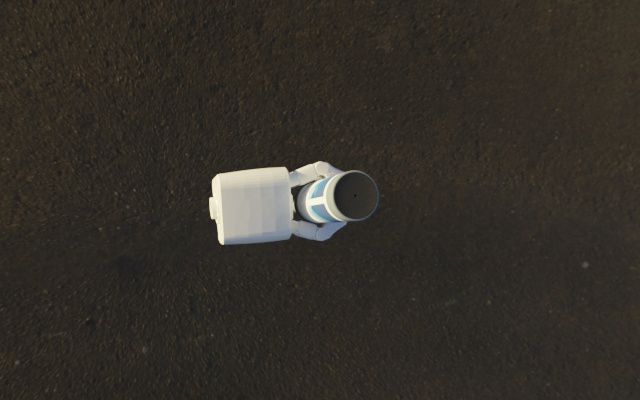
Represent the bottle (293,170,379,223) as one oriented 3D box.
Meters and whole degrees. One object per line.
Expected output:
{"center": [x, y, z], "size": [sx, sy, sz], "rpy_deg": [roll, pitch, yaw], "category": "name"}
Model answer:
{"center": [0.000, 0.002, 0.758], "size": [0.069, 0.069, 0.296], "rpy_deg": [0, -3, -18], "category": "bottle"}
